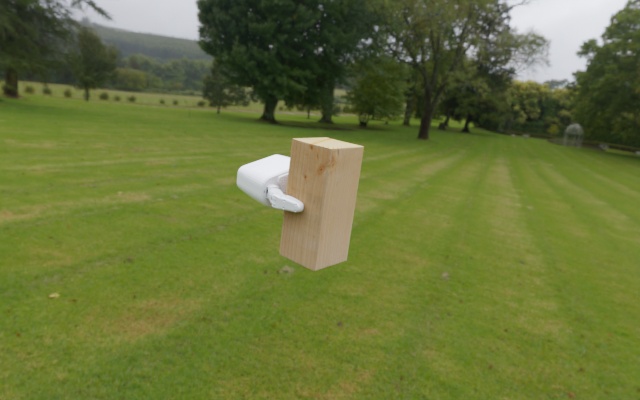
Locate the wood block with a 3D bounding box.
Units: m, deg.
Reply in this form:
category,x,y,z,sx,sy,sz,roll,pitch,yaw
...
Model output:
category,x,y,z,sx,sy,sz,roll,pitch,yaw
wood block,0.000,0.002,0.818,0.090,0.206,0.091,20,20,39
